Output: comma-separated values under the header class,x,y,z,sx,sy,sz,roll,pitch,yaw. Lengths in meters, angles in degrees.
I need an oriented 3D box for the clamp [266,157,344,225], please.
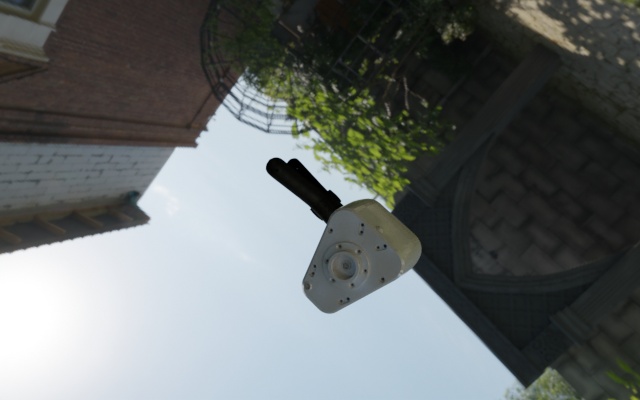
class,x,y,z,sx,sy,sz,roll,pitch,yaw
clamp,0.000,0.003,0.611,0.171,0.039,0.120,43,15,12
